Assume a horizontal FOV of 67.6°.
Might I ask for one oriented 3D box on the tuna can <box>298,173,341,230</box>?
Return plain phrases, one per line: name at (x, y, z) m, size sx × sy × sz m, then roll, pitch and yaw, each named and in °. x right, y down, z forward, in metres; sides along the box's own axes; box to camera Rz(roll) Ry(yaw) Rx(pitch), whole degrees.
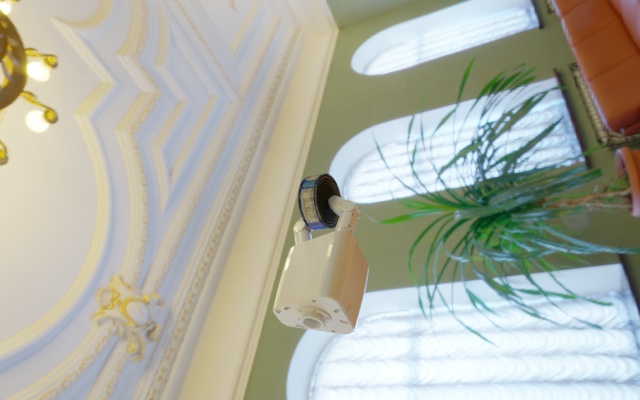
tuna can at (0.000, 0.002, 0.741) m, size 0.034 × 0.086 × 0.086 m, roll -8°, pitch -4°, yaw 28°
